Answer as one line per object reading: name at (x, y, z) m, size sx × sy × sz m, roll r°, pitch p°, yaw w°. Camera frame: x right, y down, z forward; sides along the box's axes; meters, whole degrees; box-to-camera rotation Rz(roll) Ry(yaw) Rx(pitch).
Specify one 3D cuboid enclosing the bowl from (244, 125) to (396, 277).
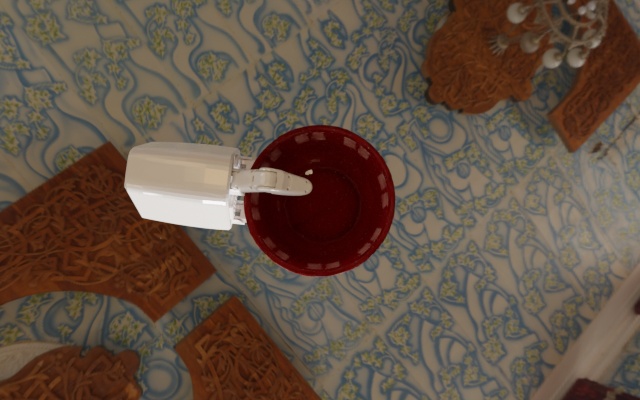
bowl at (0.001, 0.002, 0.527) m, size 0.162 × 0.162 × 0.055 m, roll 0°, pitch -7°, yaw 5°
